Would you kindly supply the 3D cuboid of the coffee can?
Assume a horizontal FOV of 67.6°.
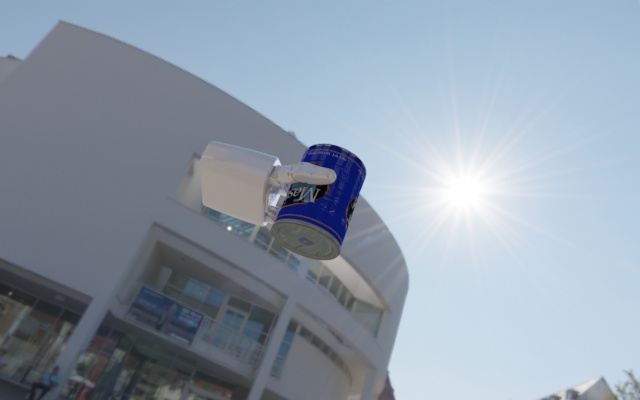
[{"bbox_3d":[0.000,0.002,0.703,0.103,0.140,0.103,16,-29,9],"label":"coffee can"}]
